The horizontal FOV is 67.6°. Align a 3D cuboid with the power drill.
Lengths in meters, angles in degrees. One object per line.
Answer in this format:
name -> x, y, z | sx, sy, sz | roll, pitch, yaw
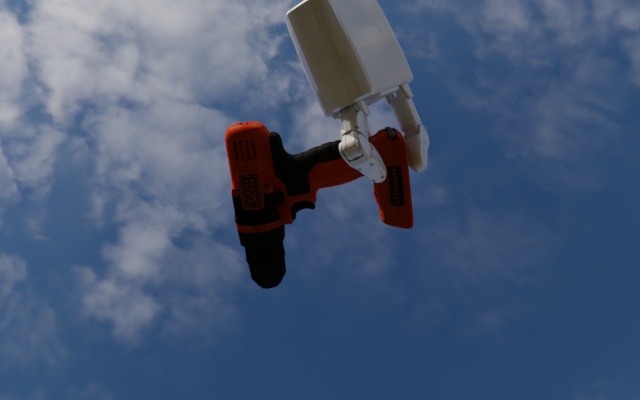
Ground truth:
power drill -> 0.001, 0.001, 0.505 | 0.187, 0.184, 0.057 | -7, 18, 2
